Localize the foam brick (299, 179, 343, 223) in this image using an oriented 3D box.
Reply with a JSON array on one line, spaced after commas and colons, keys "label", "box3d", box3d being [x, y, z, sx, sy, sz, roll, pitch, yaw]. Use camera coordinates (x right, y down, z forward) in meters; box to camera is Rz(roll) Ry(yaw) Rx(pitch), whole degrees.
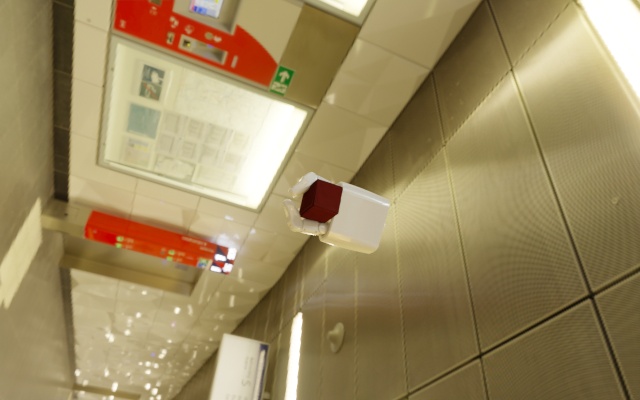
[{"label": "foam brick", "box3d": [0.000, 0.003, 0.859, 0.051, 0.053, 0.078, 18, -22, -15]}]
